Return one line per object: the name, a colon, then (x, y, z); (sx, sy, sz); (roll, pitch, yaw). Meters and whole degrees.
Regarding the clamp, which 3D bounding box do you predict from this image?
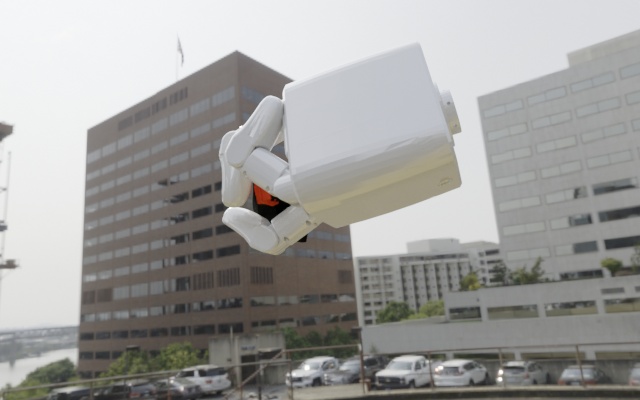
clamp: (0.000, 0.001, 0.450); (0.120, 0.039, 0.171); (-25, -18, 12)
